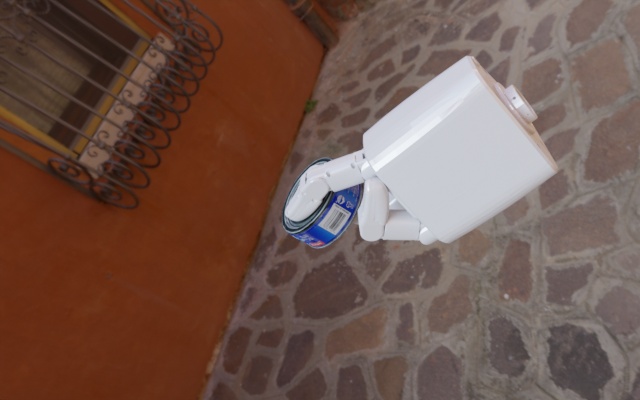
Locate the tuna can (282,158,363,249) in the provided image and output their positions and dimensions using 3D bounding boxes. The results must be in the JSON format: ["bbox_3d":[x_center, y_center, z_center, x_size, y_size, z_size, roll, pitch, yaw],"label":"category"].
[{"bbox_3d":[0.000,0.001,0.466,0.034,0.086,0.086,31,-16,-28],"label":"tuna can"}]
